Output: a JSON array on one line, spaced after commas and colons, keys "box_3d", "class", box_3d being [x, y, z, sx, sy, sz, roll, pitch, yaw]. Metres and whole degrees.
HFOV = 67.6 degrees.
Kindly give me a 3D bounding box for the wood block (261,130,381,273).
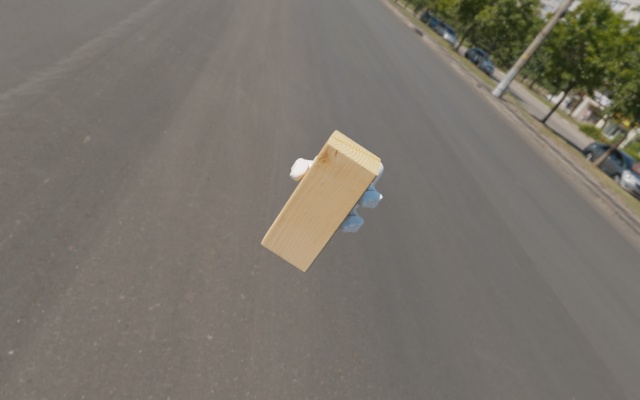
[{"box_3d": [0.000, 0.002, 0.775, 0.091, 0.206, 0.090, 33, 23, -3], "class": "wood block"}]
